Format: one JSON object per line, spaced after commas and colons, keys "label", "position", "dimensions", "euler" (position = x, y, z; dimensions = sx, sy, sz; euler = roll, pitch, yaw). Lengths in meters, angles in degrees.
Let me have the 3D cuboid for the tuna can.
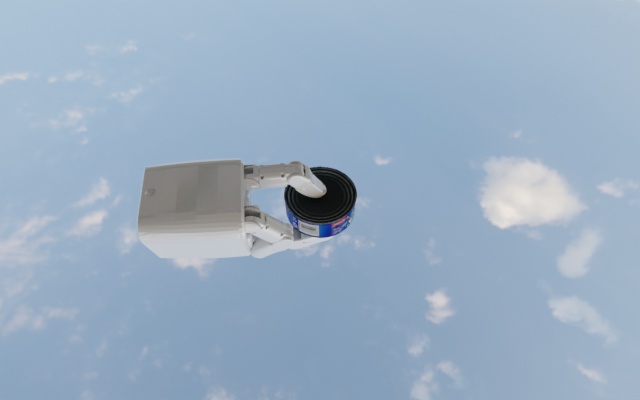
{"label": "tuna can", "position": [0.000, 0.002, 0.572], "dimensions": [0.086, 0.086, 0.034], "euler": [0, -38, 1]}
